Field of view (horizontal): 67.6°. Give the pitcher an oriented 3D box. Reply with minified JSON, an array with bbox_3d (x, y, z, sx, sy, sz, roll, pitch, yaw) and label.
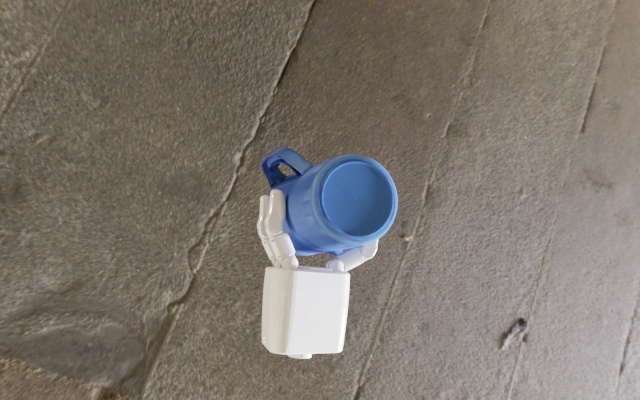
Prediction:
[{"bbox_3d":[0.000,0.002,0.653,0.149,0.145,0.243,7,-8,-16],"label":"pitcher"}]
